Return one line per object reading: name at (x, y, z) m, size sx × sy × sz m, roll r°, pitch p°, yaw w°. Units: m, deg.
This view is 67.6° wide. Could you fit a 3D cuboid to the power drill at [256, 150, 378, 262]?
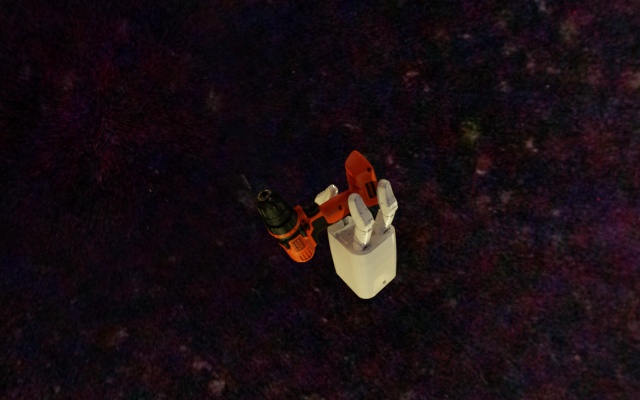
power drill at (0.001, 0.002, 0.761) m, size 0.187 × 0.057 × 0.184 m, roll -34°, pitch -36°, yaw -5°
